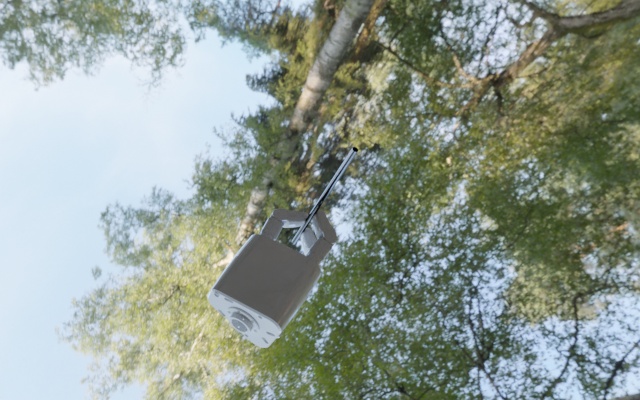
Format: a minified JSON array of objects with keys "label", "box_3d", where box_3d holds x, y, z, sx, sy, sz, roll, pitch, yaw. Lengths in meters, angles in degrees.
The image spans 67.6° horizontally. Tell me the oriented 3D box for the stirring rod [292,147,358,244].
[{"label":"stirring rod","box_3d":[0.000,0.002,0.676,0.011,0.011,0.240,0,-32,-25]}]
